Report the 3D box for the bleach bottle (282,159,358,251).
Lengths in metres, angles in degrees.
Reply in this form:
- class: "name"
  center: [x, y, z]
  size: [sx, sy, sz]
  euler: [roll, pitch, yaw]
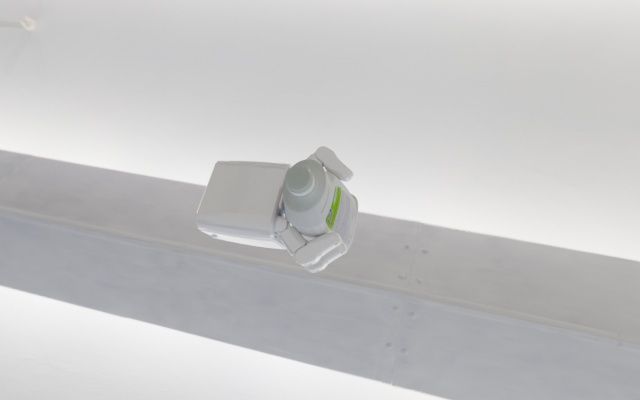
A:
- class: "bleach bottle"
  center: [0.000, 0.002, 0.622]
  size: [0.068, 0.102, 0.251]
  euler: [6, -15, 13]
